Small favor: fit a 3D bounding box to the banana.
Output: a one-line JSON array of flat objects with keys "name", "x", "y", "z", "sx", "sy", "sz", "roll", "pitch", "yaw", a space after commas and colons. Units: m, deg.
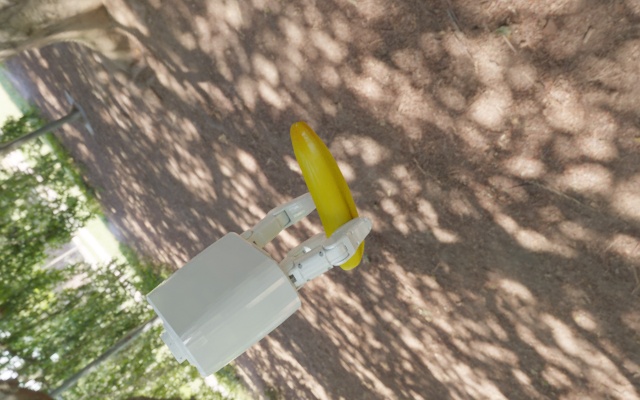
[{"name": "banana", "x": 0.012, "y": 0.012, "z": 0.496, "sx": 0.037, "sy": 0.198, "sz": 0.069, "roll": -34, "pitch": 42, "yaw": -20}]
